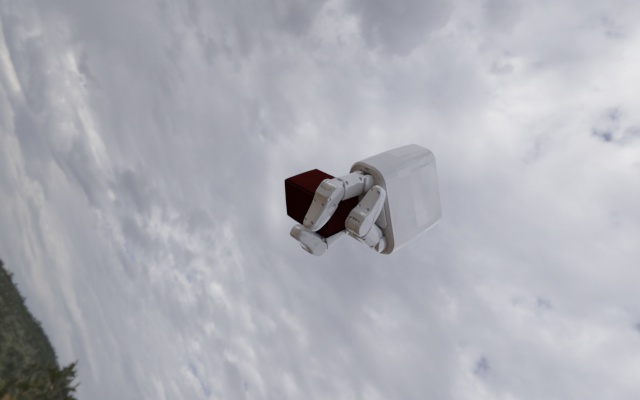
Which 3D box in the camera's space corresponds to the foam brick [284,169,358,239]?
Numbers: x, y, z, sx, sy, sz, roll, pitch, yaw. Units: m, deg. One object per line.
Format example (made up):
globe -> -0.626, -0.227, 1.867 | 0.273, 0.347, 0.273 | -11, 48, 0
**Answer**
foam brick -> 0.000, 0.002, 0.585 | 0.051, 0.053, 0.078 | -24, 38, -36
